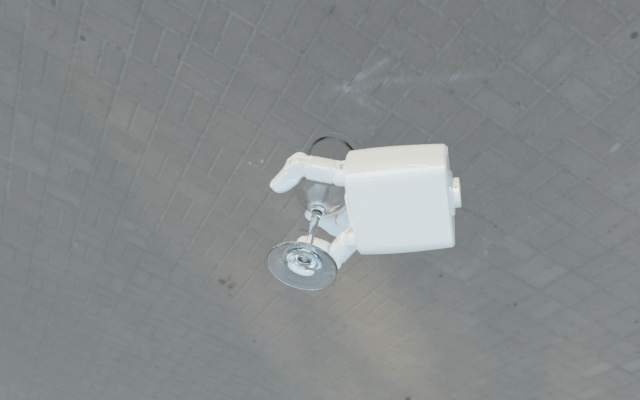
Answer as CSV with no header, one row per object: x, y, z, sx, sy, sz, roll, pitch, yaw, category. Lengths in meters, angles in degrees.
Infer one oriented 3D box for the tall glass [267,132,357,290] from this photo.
0.000,0.002,0.558,0.079,0.079,0.201,0,42,14,tall glass
